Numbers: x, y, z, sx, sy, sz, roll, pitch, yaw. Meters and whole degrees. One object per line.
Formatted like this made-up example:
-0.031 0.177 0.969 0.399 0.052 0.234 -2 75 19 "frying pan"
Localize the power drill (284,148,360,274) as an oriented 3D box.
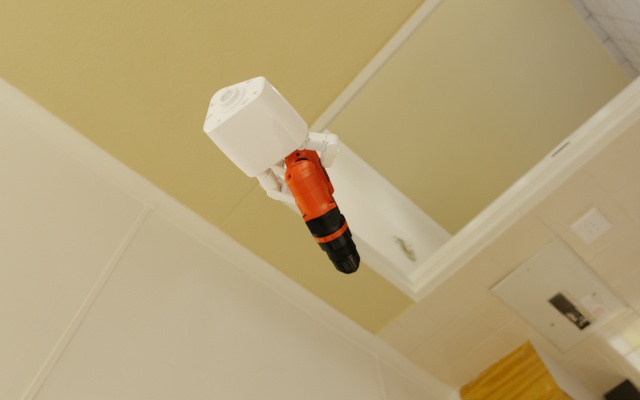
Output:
0.000 0.002 0.726 0.057 0.184 0.187 -25 23 2 "power drill"
